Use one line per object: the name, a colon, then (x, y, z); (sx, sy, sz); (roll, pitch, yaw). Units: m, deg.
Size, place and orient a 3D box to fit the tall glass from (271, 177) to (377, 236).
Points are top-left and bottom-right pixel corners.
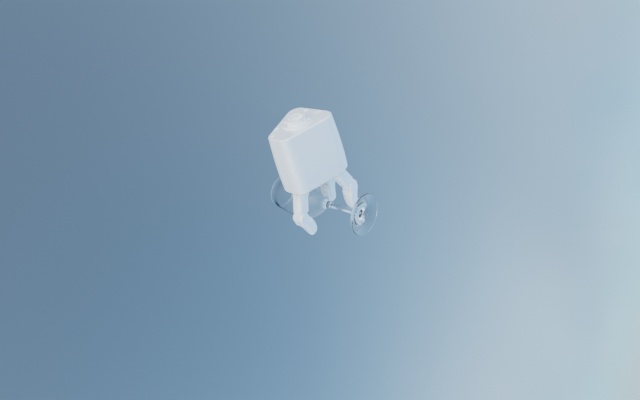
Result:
tall glass: (0.001, 0.003, 0.871); (0.201, 0.079, 0.079); (15, 10, 39)
